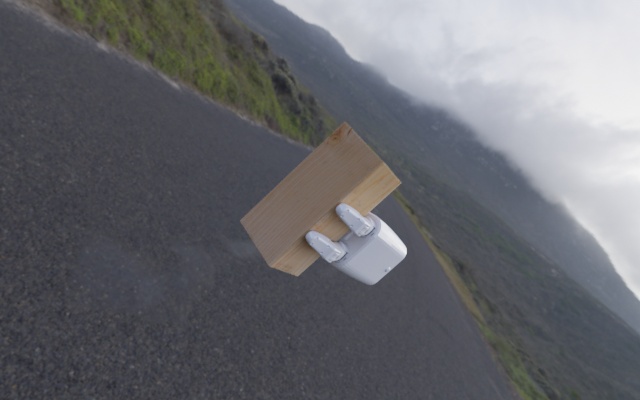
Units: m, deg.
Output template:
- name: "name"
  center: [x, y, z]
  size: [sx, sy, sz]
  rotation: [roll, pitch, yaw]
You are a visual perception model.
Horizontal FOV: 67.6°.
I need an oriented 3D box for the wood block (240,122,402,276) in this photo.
- name: "wood block"
  center: [0.000, 0.002, 0.682]
  size: [0.206, 0.090, 0.090]
  rotation: [-43, -31, 8]
